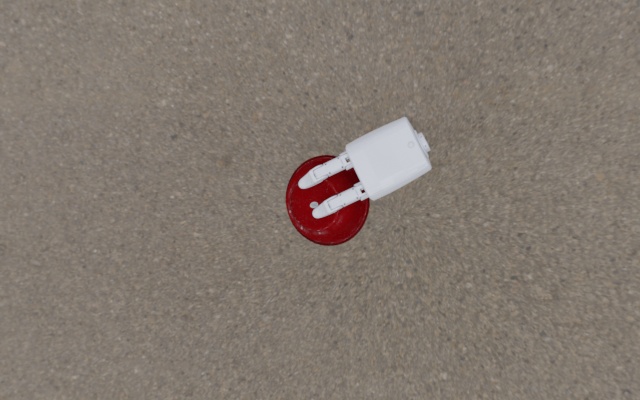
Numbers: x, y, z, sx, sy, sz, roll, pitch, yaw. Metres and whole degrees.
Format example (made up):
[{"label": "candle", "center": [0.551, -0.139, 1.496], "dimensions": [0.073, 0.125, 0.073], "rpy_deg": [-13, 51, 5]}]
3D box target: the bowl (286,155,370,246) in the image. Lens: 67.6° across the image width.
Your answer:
[{"label": "bowl", "center": [-0.001, 0.004, 0.822], "dimensions": [0.162, 0.162, 0.055], "rpy_deg": [0, 5, 24]}]
